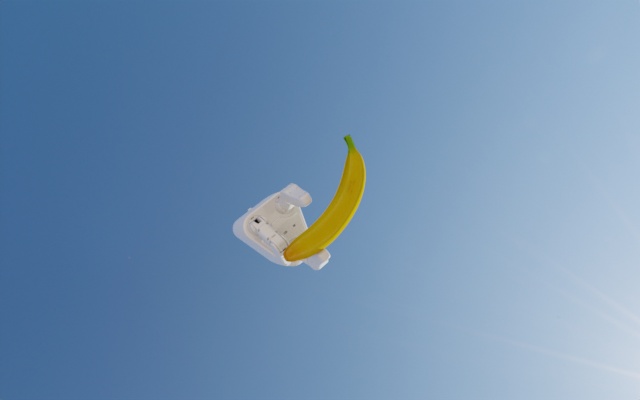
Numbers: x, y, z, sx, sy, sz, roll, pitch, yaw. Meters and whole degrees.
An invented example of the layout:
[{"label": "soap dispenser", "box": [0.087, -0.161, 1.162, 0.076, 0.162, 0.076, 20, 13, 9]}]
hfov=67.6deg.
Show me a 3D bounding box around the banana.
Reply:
[{"label": "banana", "box": [0.017, 0.008, 0.672, 0.069, 0.197, 0.037, 31, -15, -17]}]
